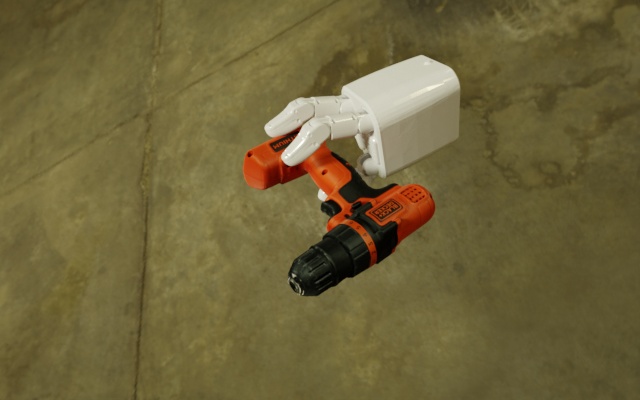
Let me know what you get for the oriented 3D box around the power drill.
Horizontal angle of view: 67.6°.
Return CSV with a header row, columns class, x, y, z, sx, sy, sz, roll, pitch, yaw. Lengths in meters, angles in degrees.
class,x,y,z,sx,sy,sz,roll,pitch,yaw
power drill,0.000,0.001,0.510,0.184,0.057,0.187,-28,54,-31
